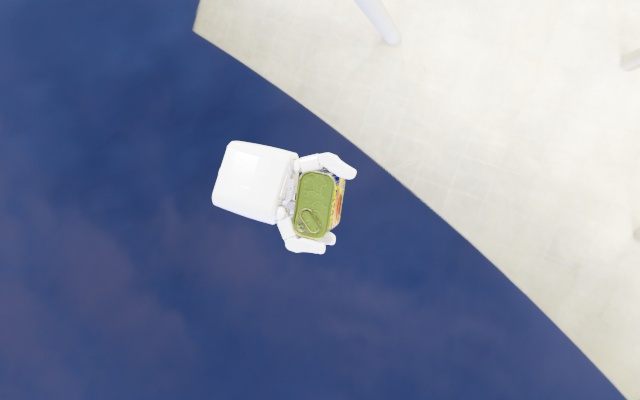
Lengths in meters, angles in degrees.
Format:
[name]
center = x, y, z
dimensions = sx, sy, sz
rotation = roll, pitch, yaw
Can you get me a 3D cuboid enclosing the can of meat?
[can of meat]
center = 0.000, 0.002, 0.741
dimensions = 0.057, 0.102, 0.084
rotation = 11, 11, 14
